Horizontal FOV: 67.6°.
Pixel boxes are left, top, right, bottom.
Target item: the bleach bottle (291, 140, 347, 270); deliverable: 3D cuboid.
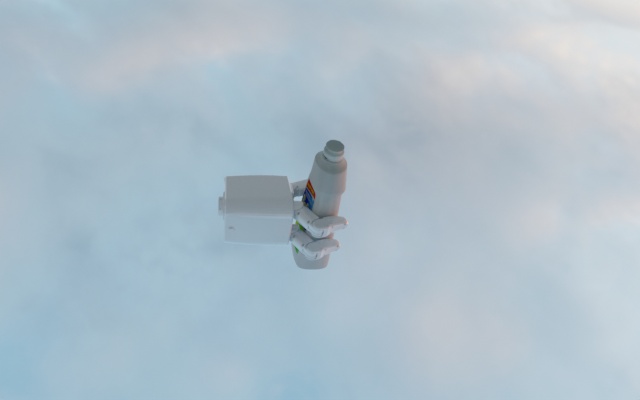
[{"bbox_3d":[0.000,0.003,0.788,0.068,0.102,0.251,1,-45,-12],"label":"bleach bottle"}]
